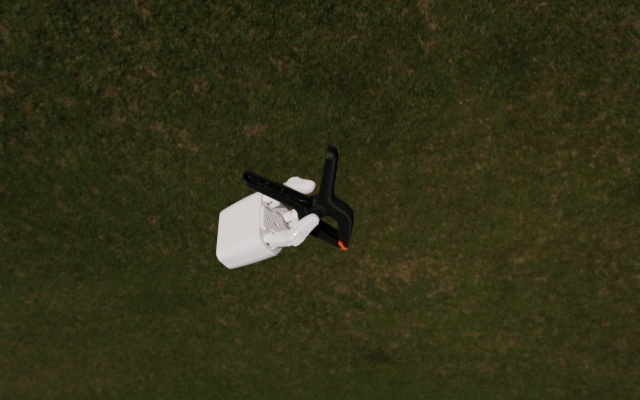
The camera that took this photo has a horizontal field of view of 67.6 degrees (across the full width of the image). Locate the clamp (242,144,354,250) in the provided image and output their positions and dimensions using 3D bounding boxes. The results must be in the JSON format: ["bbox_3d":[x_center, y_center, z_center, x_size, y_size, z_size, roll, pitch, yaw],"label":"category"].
[{"bbox_3d":[0.000,0.003,0.754,0.164,0.036,0.210,-21,-52,32],"label":"clamp"}]
